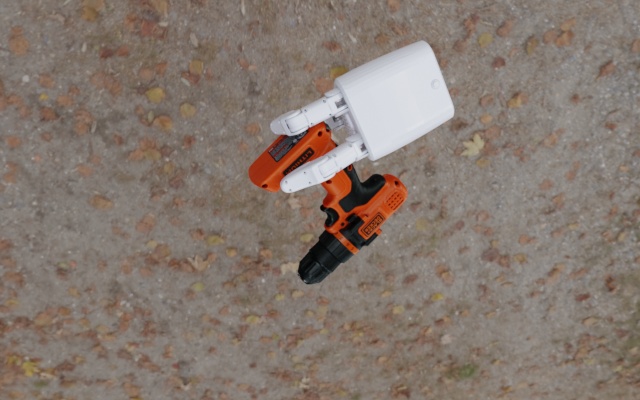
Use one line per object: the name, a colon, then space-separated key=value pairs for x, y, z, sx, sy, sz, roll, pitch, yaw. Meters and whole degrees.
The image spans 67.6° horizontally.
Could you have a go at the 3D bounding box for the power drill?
power drill: x=0.000 y=0.002 z=0.591 sx=0.188 sy=0.184 sz=0.057 roll=44 pitch=0 yaw=-37
